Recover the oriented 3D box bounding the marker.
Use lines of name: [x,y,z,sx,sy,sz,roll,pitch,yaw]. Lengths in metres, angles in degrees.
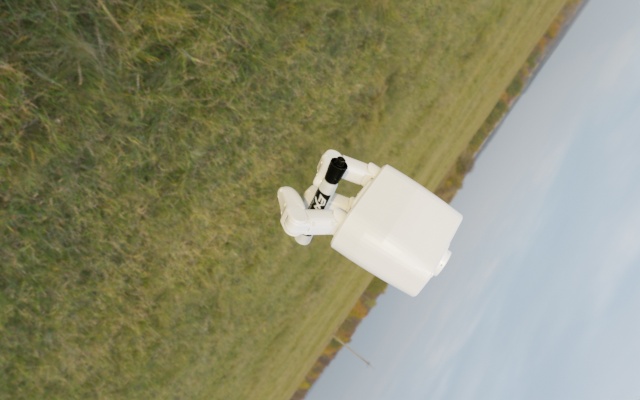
marker: [0.000,0.002,0.507,0.020,0.121,0.020,15,40,-13]
